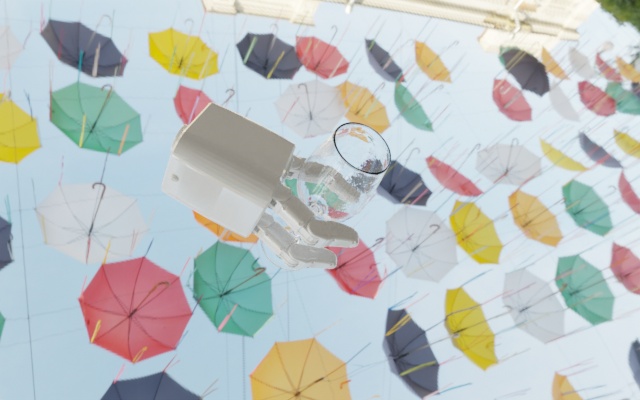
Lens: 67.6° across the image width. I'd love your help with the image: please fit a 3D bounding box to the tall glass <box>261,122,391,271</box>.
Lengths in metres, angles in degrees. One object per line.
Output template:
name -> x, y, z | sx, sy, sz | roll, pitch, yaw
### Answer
tall glass -> 0.000, 0.002, 0.524 | 0.079, 0.079, 0.201 | 0, -31, -29
